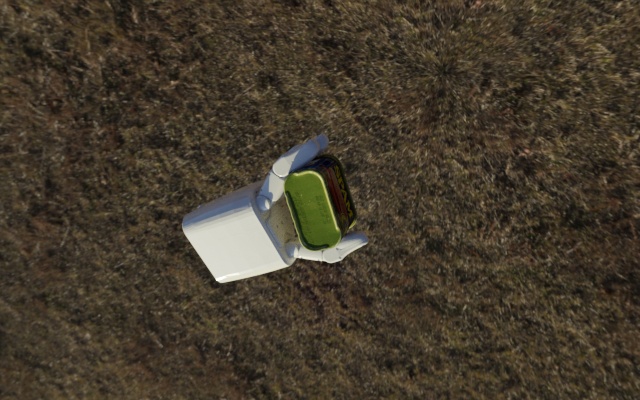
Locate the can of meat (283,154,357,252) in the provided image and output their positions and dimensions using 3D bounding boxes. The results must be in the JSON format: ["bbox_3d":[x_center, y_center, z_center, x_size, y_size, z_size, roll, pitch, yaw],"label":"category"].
[{"bbox_3d":[0.000,0.002,0.575,0.057,0.102,0.084,-15,11,18],"label":"can of meat"}]
